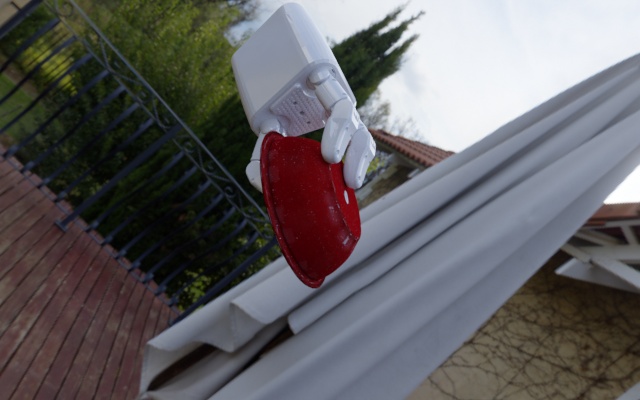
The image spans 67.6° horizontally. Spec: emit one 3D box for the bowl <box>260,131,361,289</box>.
[{"bbox_3d":[0.001,0.003,0.470,0.055,0.162,0.162,-16,-4,15],"label":"bowl"}]
